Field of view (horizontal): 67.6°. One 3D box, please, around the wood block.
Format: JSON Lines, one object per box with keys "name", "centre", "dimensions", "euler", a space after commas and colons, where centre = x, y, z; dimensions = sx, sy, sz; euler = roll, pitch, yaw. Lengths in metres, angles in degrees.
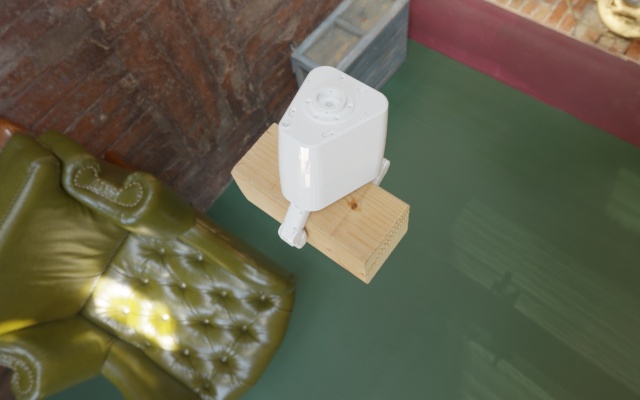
{"name": "wood block", "centre": [0.000, 0.002, 0.608], "dimensions": [0.206, 0.091, 0.090], "euler": [34, -16, 20]}
